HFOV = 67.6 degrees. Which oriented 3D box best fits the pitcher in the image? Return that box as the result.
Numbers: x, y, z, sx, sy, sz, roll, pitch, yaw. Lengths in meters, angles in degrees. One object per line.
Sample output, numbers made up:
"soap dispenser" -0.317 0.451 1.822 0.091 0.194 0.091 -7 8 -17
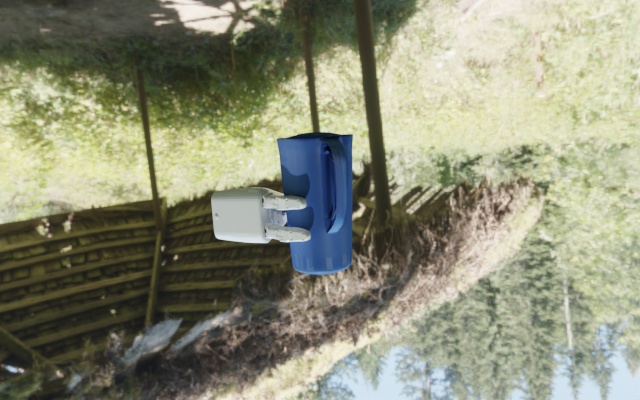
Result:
"pitcher" 0.000 0.003 0.835 0.145 0.243 0.149 0 9 22
